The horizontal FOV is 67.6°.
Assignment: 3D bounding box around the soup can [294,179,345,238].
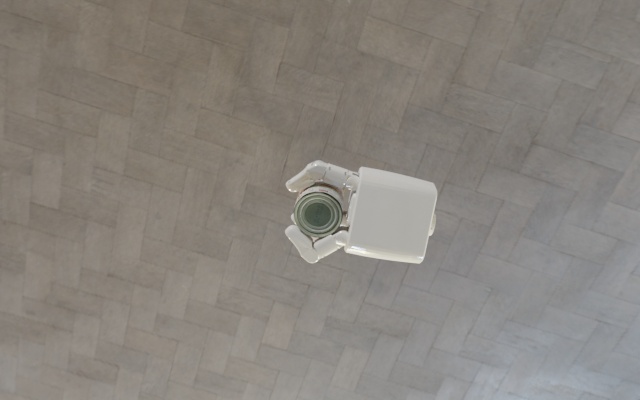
[{"bbox_3d":[0.000,0.002,0.677,0.068,0.068,0.102,0,21,4],"label":"soup can"}]
